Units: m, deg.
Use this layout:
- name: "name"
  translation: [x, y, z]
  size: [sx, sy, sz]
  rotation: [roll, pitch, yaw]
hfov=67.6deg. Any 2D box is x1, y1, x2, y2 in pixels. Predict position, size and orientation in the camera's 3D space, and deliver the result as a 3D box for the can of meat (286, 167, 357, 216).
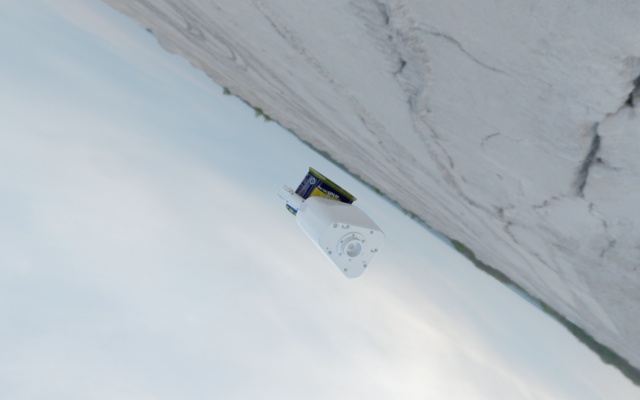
- name: "can of meat"
  translation: [0.000, 0.003, 0.850]
  size: [0.102, 0.084, 0.057]
  rotation: [32, 5, -30]
